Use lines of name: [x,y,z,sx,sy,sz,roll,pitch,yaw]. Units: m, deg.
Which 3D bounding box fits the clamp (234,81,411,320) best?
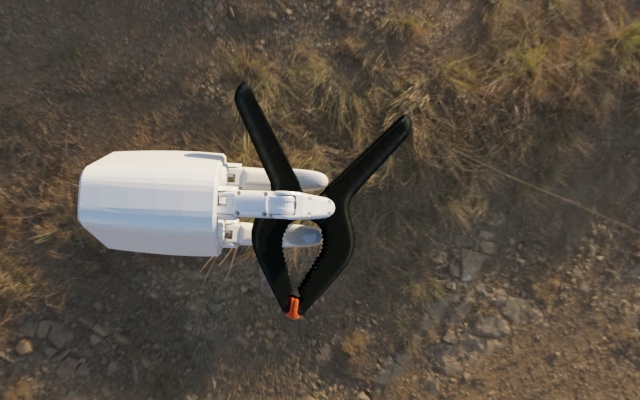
clamp: [0.000,0.002,0.437,0.164,0.210,0.036,3,-2,-7]
